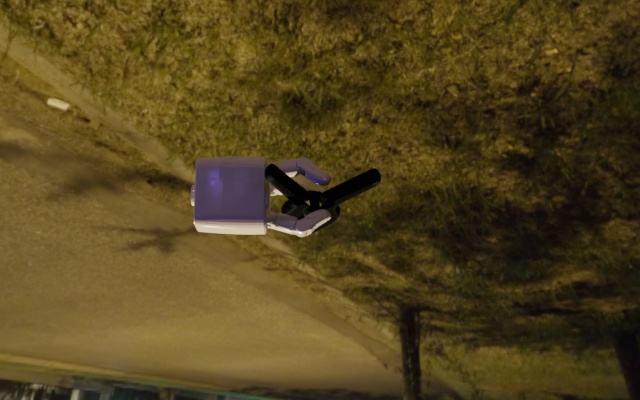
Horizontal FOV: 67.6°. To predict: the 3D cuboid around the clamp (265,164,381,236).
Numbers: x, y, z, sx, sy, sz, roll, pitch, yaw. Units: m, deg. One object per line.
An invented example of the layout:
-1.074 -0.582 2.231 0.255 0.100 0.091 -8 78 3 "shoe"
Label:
0.000 0.003 0.744 0.164 0.036 0.210 0 -27 -4 "clamp"
